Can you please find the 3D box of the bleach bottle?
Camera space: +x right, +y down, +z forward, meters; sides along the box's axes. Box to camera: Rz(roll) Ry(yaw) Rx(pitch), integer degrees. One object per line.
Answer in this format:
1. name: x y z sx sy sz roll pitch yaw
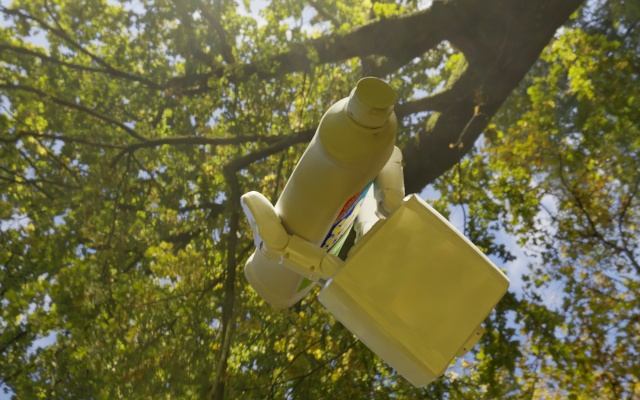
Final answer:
1. bleach bottle: 0.000 0.001 0.409 0.102 0.068 0.251 -40 -15 -34
